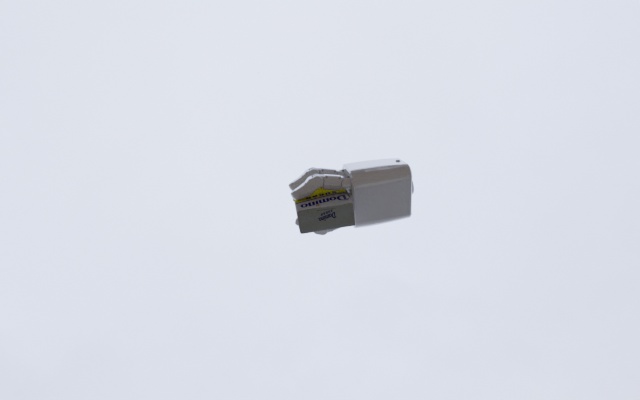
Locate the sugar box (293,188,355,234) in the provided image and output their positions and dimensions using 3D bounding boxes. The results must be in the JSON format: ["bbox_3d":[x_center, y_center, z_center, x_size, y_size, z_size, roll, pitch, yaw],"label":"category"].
[{"bbox_3d":[0.000,0.002,0.839,0.093,0.048,0.176,-9,16,-5],"label":"sugar box"}]
